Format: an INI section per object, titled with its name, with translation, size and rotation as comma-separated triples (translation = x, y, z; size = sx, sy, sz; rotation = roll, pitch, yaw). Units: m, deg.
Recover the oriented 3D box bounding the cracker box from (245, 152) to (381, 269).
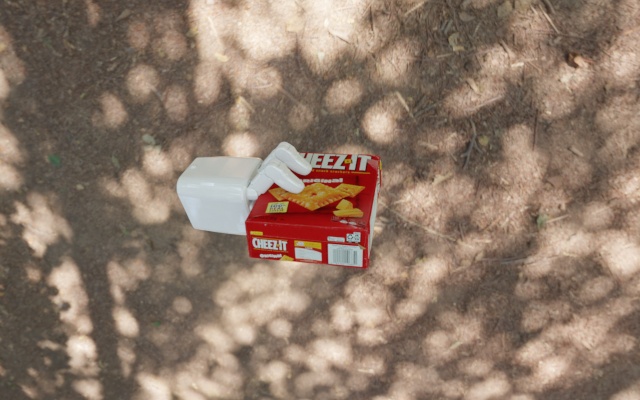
[cracker box]
translation = 0.000, 0.003, 0.704
size = 0.164, 0.072, 0.213
rotation = 4, 33, 10
